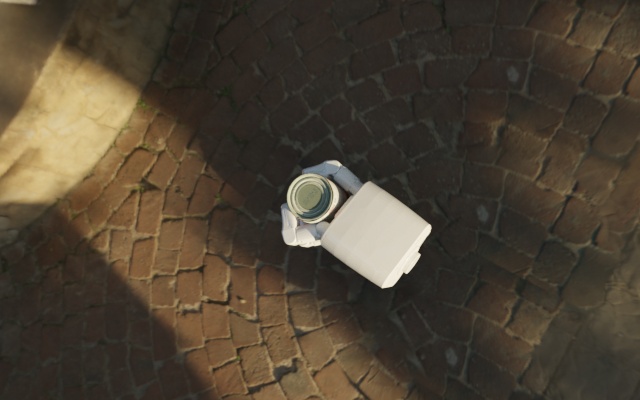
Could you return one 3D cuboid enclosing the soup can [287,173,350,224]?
[{"bbox_3d":[0.000,0.002,0.682,0.068,0.068,0.102,0,-8,18],"label":"soup can"}]
